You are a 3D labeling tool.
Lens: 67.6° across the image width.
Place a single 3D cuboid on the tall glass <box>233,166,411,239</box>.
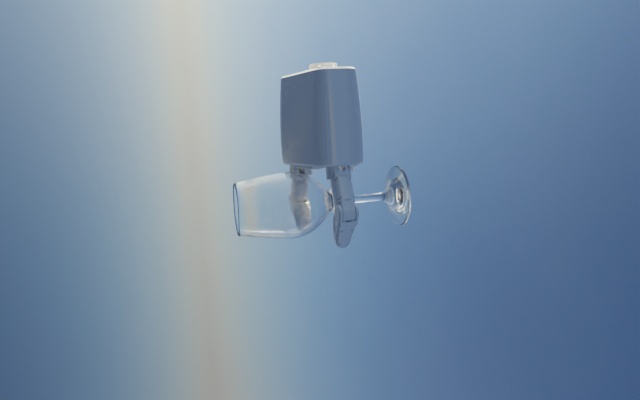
[{"bbox_3d":[0.001,0.002,0.567,0.201,0.079,0.079,-5,1,-14],"label":"tall glass"}]
